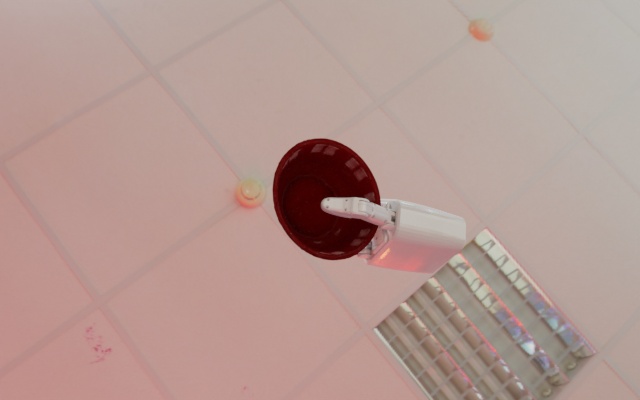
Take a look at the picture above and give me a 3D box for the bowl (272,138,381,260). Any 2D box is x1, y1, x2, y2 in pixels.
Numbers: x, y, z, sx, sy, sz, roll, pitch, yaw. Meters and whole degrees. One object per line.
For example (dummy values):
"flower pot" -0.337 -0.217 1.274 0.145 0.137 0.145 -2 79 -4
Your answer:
"bowl" -0.001 0.002 0.635 0.162 0.162 0.055 0 -13 -30
